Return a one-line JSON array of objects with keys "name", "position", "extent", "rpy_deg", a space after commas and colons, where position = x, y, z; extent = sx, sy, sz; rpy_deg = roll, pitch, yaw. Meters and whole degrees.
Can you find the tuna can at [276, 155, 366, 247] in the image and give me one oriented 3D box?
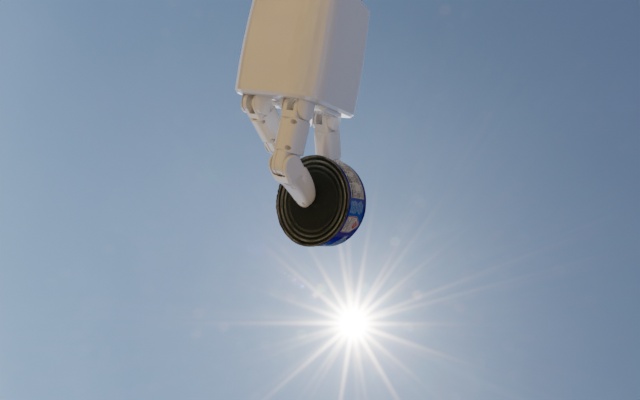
[{"name": "tuna can", "position": [0.000, 0.002, 0.456], "extent": [0.086, 0.086, 0.034], "rpy_deg": [0, -5, 37]}]
